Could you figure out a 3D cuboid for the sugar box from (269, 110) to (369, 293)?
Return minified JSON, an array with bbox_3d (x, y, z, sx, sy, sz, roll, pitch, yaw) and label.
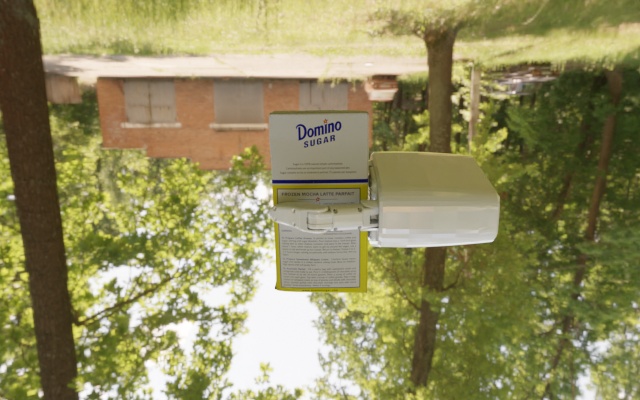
[{"bbox_3d":[0.000,0.002,0.467,0.093,0.176,0.048,0,11,2],"label":"sugar box"}]
